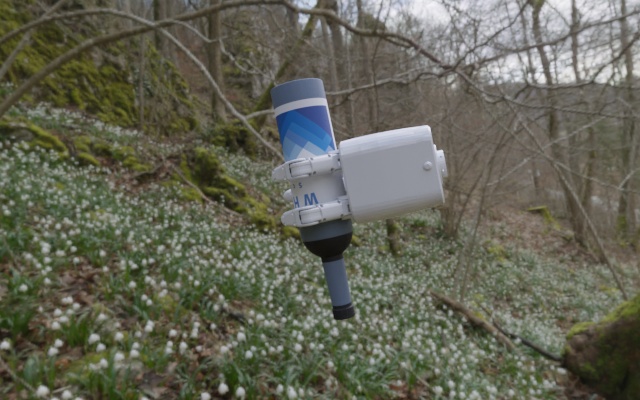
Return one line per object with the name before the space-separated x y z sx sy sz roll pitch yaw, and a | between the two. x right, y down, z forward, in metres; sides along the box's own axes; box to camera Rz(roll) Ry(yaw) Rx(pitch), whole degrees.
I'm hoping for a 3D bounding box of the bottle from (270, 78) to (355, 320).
bottle | 0.000 0.002 0.597 0.069 0.295 0.069 -12 1 0
